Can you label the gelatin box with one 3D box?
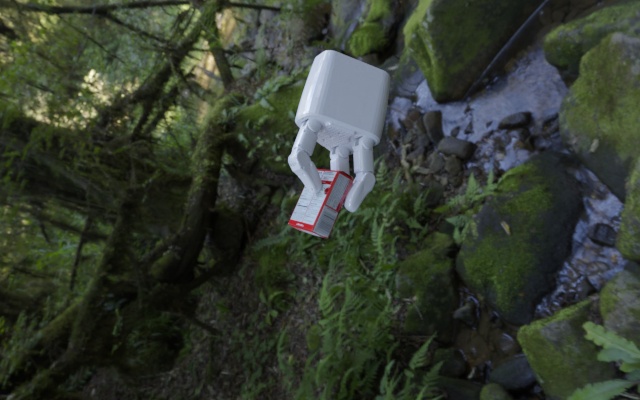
[{"bbox_3d":[0.000,0.002,0.643,0.030,0.089,0.073,29,-9,-28],"label":"gelatin box"}]
